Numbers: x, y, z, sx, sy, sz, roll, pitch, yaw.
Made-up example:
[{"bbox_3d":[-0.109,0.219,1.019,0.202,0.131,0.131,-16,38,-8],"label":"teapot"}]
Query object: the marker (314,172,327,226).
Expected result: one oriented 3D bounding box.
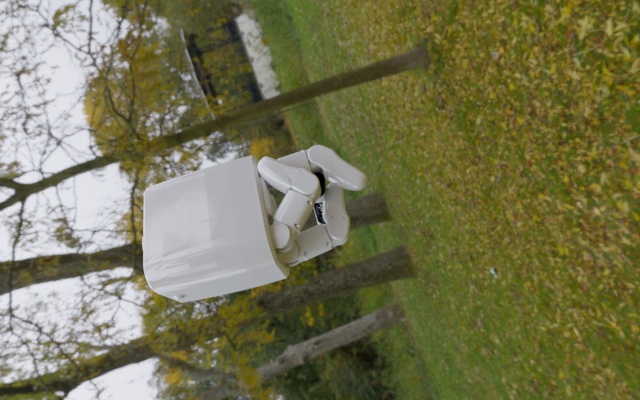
[{"bbox_3d":[0.000,0.002,0.495,0.020,0.020,0.121,0,-21,6],"label":"marker"}]
